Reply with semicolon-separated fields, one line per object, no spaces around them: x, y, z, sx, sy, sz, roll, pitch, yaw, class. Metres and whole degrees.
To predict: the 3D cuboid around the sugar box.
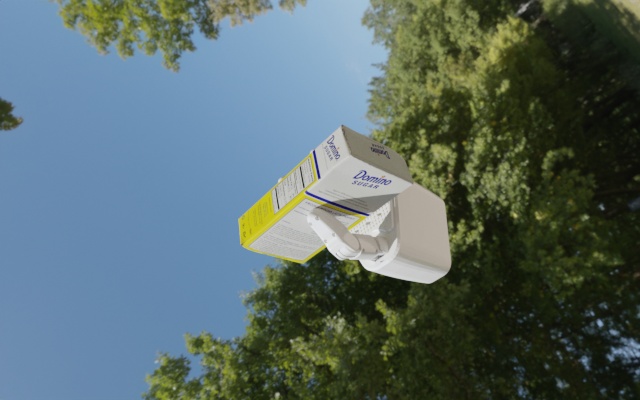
0.000;0.001;0.504;0.093;0.048;0.176;20;-48;-39;sugar box
